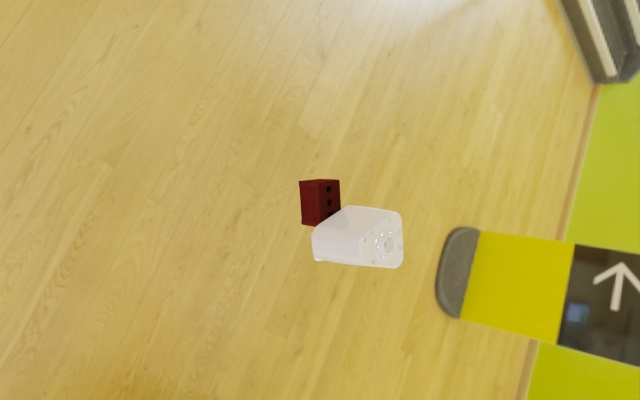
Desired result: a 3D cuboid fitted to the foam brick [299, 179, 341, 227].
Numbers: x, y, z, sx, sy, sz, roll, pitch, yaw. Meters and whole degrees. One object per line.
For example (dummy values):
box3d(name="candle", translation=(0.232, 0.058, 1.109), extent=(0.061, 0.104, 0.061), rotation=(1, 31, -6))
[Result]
box3d(name="foam brick", translation=(0.000, 0.002, 0.821), extent=(0.053, 0.078, 0.051), rotation=(-11, 11, -41))
